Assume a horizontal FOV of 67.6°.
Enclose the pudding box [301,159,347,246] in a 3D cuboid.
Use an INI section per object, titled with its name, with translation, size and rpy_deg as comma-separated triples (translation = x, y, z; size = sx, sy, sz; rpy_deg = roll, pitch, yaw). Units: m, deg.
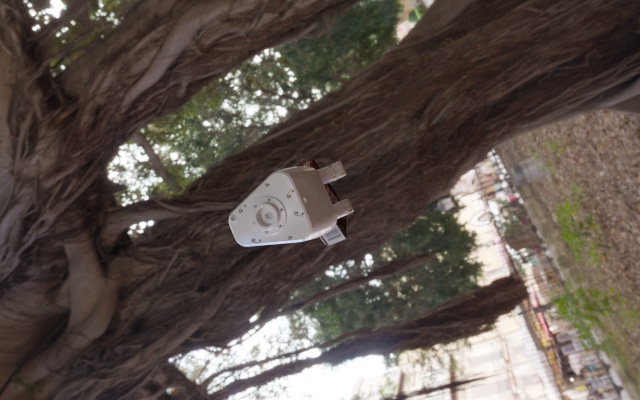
[pudding box]
translation = 0.000, 0.003, 0.755
size = 0.039, 0.113, 0.090
rpy_deg = -24, 26, 17
